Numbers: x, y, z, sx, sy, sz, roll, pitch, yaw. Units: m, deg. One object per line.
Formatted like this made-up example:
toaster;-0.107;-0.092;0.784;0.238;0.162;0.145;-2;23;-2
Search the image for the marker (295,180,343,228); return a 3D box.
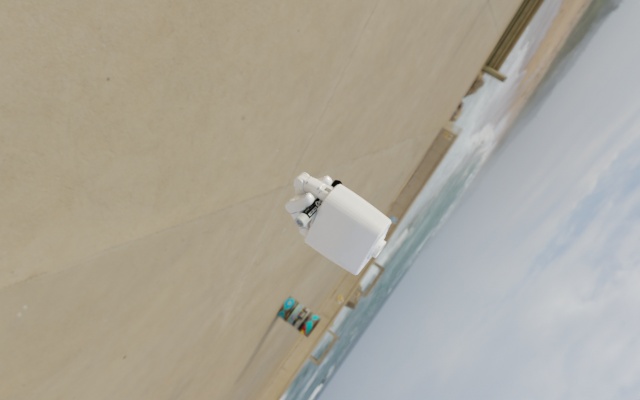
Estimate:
marker;0.000;0.003;0.784;0.020;0.020;0.121;0;33;42
